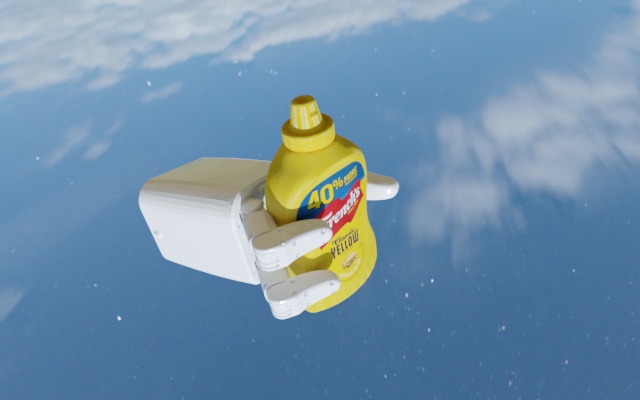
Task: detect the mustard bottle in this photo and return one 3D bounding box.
[{"bbox_3d":[0.000,0.002,0.407,0.096,0.192,0.058,-33,42,-28],"label":"mustard bottle"}]
